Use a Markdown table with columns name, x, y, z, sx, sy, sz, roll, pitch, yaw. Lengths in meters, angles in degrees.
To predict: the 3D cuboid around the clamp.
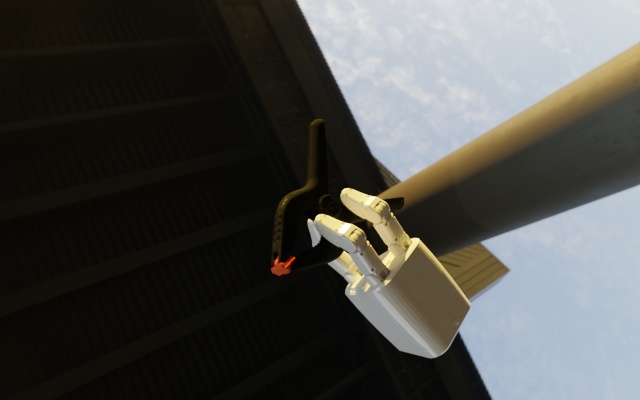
| name | x | y | z | sx | sy | sz | roll | pitch | yaw |
| --- | --- | --- | --- | --- | --- | --- | --- | --- | --- |
| clamp | 0.000 | 0.003 | 0.578 | 0.210 | 0.164 | 0.036 | -44 | 4 | -37 |
